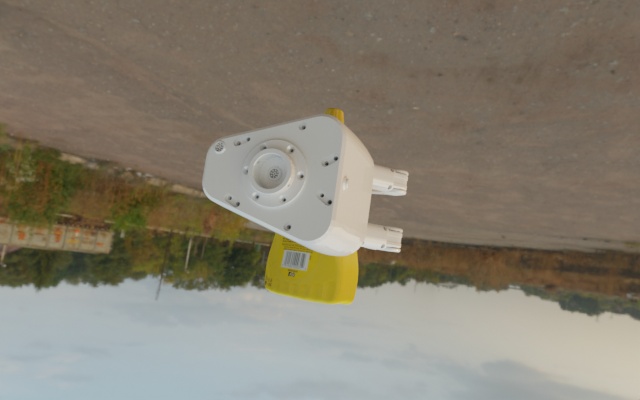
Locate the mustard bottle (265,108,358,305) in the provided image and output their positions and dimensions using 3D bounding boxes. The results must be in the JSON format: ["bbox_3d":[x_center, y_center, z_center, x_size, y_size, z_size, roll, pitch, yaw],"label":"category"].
[{"bbox_3d":[0.000,0.002,0.478,0.096,0.191,0.058,3,-8,40],"label":"mustard bottle"}]
